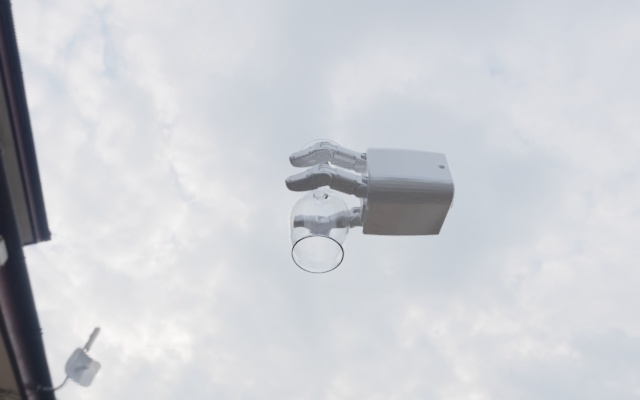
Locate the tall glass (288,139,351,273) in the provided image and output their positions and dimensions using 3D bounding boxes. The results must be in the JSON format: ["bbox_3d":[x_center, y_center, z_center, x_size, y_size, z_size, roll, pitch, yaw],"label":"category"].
[{"bbox_3d":[0.000,0.002,0.630,0.079,0.079,0.200,0,38,3],"label":"tall glass"}]
